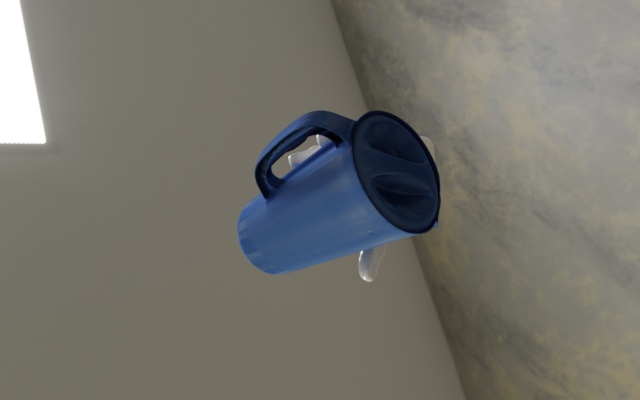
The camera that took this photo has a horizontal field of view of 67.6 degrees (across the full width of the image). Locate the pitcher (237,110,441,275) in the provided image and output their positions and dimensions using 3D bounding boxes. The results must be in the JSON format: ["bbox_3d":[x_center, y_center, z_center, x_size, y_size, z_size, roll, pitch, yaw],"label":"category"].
[{"bbox_3d":[0.000,0.002,0.551,0.145,0.149,0.243,-13,-11,-46],"label":"pitcher"}]
